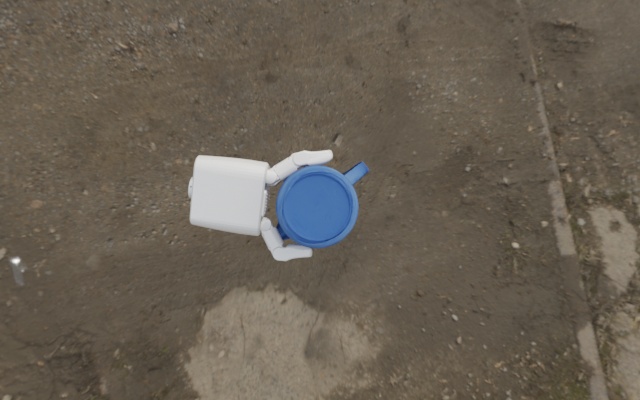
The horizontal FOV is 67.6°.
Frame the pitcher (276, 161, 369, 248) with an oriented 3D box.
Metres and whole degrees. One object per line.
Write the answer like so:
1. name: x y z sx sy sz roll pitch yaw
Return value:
1. pitcher: 0.000 0.002 0.728 0.145 0.149 0.243 8 -1 -2
